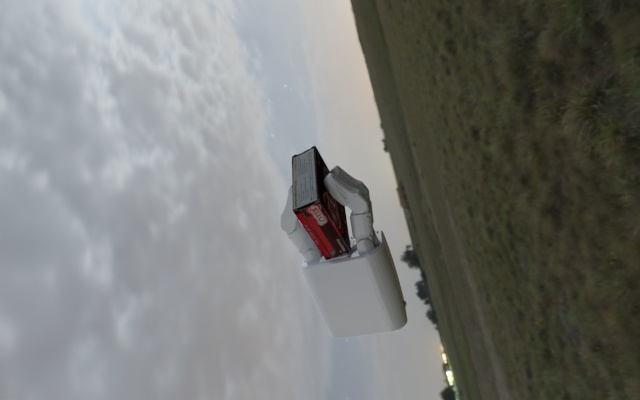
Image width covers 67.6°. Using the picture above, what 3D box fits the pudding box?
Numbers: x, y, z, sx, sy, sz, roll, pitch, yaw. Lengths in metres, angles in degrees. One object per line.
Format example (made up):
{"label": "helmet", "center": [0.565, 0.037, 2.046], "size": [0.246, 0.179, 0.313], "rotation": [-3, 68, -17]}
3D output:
{"label": "pudding box", "center": [0.000, 0.002, 0.581], "size": [0.039, 0.090, 0.113], "rotation": [-22, 37, 11]}
